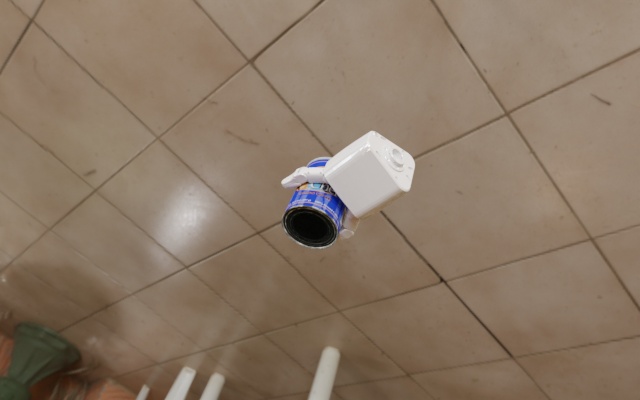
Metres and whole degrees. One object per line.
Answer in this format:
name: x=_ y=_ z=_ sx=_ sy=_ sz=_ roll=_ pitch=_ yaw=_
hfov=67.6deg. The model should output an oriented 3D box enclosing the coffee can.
coffee can: x=0.000 y=0.003 z=0.866 sx=0.103 sy=0.103 sz=0.140 roll=0 pitch=41 yaw=21
